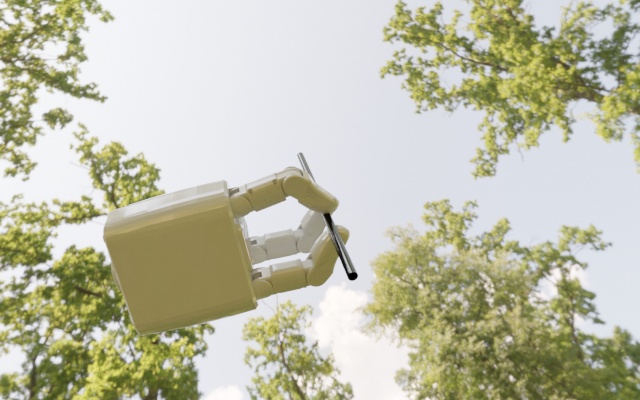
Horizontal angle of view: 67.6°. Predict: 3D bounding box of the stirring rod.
[{"bbox_3d":[0.000,0.002,0.455,0.011,0.011,0.239,0,27,-13],"label":"stirring rod"}]
